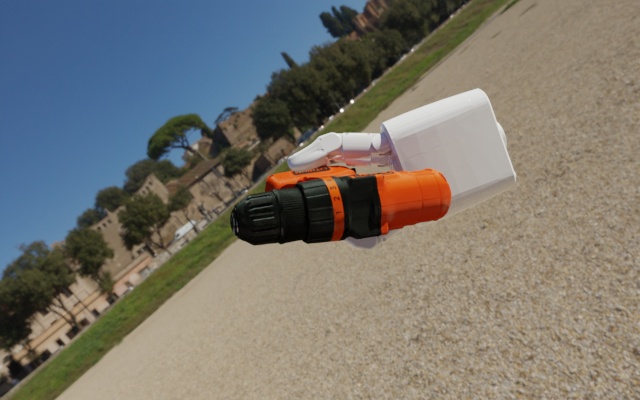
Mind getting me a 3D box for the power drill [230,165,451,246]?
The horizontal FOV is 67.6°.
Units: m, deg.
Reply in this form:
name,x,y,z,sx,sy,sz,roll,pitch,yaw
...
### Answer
name,x,y,z,sx,sy,sz,roll,pitch,yaw
power drill,0.000,0.001,0.452,0.184,0.057,0.187,-6,7,-16
